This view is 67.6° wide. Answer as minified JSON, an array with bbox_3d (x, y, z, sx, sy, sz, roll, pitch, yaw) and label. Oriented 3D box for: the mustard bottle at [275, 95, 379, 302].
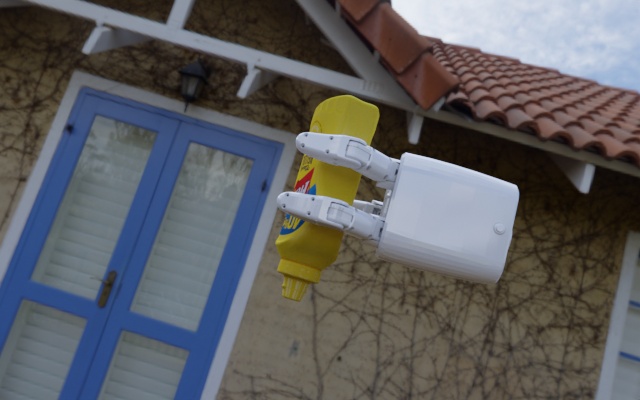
[{"bbox_3d":[0.000,0.001,0.459,0.058,0.191,0.096,19,-10,-19],"label":"mustard bottle"}]
